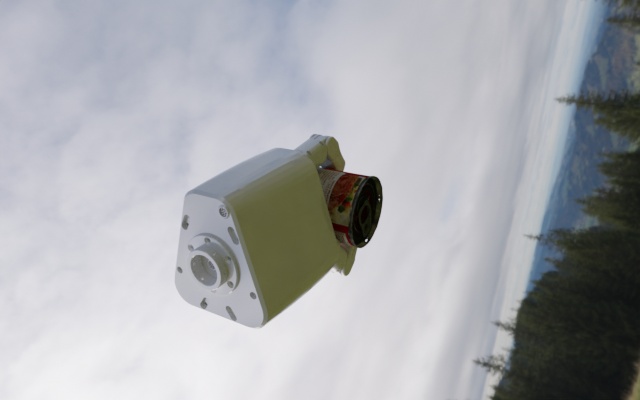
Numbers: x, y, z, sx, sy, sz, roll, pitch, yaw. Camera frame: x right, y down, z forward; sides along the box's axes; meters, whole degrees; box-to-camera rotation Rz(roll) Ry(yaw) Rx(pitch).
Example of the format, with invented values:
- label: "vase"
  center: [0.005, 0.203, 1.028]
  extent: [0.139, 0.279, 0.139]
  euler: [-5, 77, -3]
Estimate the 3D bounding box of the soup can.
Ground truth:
- label: "soup can"
  center: [0.000, 0.001, 0.461]
  extent: [0.102, 0.068, 0.068]
  euler: [12, 6, 27]
